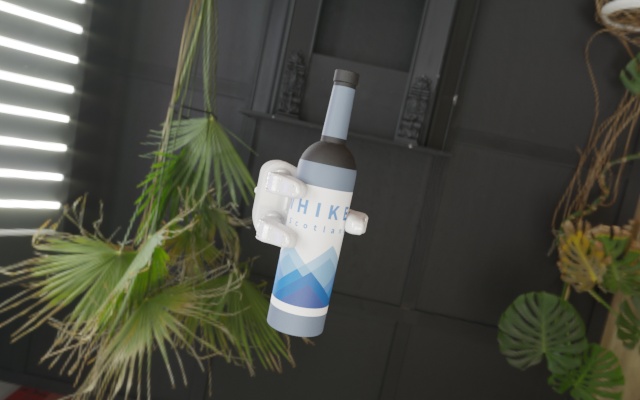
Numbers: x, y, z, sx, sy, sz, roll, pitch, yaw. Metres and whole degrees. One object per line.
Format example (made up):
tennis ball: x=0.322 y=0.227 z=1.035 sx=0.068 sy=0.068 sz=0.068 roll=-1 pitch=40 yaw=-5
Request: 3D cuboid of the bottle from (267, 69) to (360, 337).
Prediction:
bottle: x=0.000 y=0.002 z=0.541 sx=0.069 sy=0.296 sz=0.069 roll=12 pitch=6 yaw=-1
